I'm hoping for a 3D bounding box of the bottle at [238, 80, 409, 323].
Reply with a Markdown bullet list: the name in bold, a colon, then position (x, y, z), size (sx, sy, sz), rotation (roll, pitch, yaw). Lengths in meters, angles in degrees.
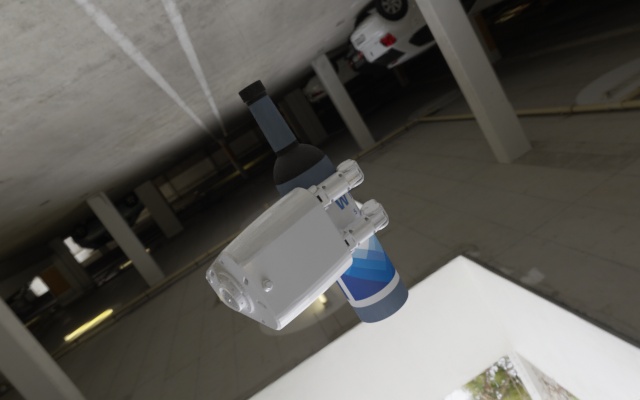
- **bottle**: position (0.000, 0.002, 0.535), size (0.069, 0.296, 0.069), rotation (-30, 13, 8)
